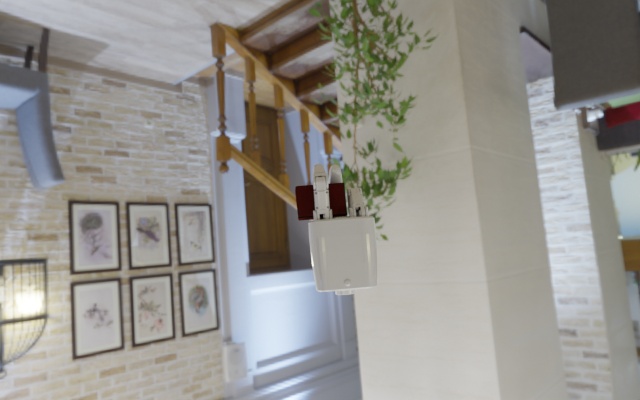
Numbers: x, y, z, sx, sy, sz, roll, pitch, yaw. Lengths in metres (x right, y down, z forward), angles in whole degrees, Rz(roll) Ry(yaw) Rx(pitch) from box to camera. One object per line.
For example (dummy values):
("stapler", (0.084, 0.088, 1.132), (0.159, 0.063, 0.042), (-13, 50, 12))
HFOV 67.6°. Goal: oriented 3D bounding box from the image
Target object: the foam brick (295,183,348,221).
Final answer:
("foam brick", (0.000, 0.002, 0.750), (0.078, 0.051, 0.053), (-4, -5, -2))
